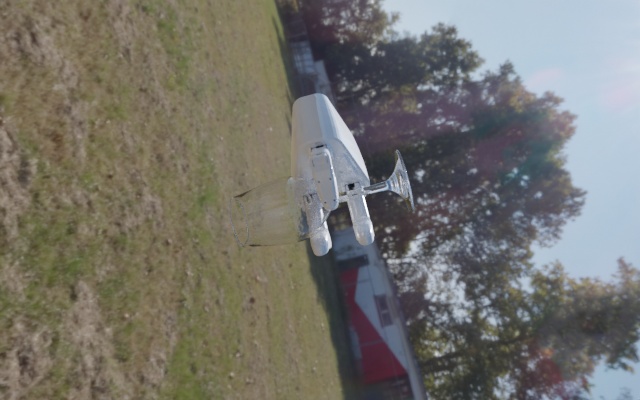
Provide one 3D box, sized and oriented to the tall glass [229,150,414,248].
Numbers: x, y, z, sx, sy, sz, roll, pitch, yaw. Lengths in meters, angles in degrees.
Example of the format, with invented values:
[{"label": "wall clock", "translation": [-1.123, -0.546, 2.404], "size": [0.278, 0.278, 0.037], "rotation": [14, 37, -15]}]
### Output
[{"label": "tall glass", "translation": [0.001, 0.002, 0.553], "size": [0.201, 0.079, 0.079], "rotation": [-14, -1, 4]}]
